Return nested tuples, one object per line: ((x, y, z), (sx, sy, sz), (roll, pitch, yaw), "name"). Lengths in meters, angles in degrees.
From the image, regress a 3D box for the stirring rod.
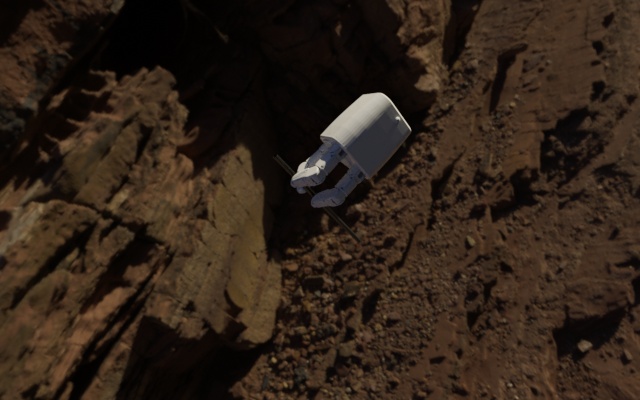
((0.000, 0.003, 0.801), (0.011, 0.011, 0.240), (0, -36, 46), "stirring rod")
